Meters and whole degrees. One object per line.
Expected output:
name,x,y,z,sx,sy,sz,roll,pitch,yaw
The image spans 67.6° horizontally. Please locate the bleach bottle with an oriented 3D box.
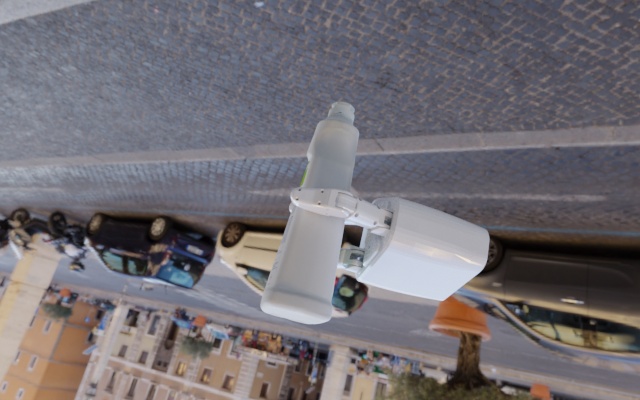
bleach bottle,0.000,0.002,0.520,0.068,0.250,0.102,17,-20,-8
